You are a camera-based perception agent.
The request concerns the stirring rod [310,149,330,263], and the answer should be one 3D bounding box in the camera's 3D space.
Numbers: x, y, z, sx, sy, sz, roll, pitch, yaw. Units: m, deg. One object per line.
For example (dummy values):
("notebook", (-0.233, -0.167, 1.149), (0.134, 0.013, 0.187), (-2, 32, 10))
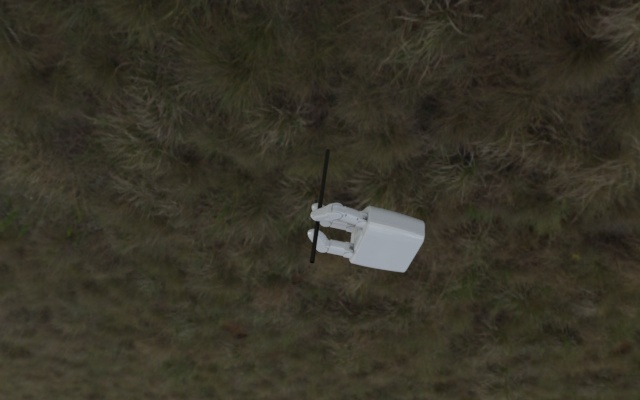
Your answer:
("stirring rod", (0.000, 0.003, 0.861), (0.011, 0.239, 0.011), (6, -33, 4))
